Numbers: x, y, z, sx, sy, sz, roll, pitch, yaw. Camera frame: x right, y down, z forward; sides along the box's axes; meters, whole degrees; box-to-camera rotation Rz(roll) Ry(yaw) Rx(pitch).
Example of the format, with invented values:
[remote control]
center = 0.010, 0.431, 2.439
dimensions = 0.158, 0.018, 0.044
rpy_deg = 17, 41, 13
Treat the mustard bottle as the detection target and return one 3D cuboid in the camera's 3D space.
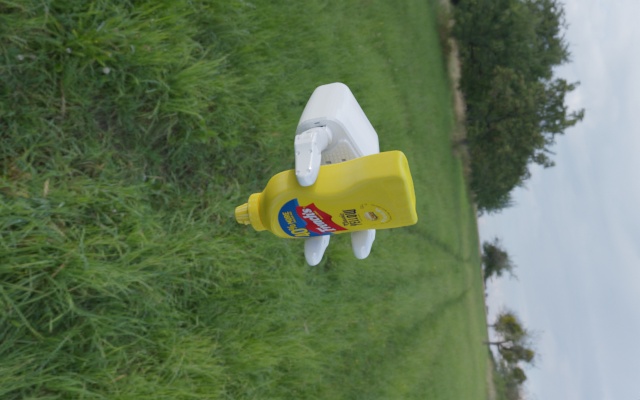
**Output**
[mustard bottle]
center = 0.000, 0.002, 0.503
dimensions = 0.191, 0.058, 0.096
rpy_deg = -8, -32, 15
